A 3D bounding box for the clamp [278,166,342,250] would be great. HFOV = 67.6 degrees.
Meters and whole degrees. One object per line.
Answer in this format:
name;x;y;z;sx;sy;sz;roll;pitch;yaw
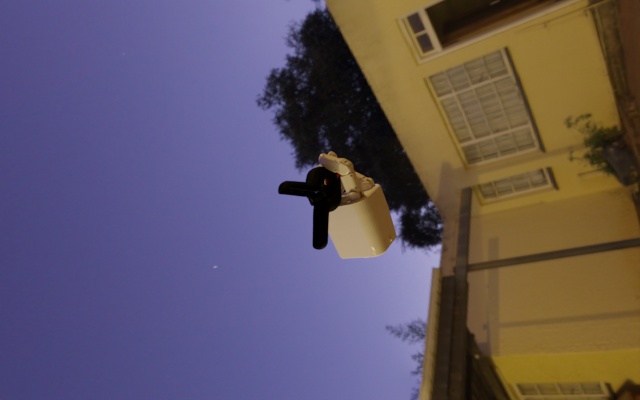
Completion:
clamp;0.000;0.003;0.782;0.039;0.120;0.171;-16;12;32
